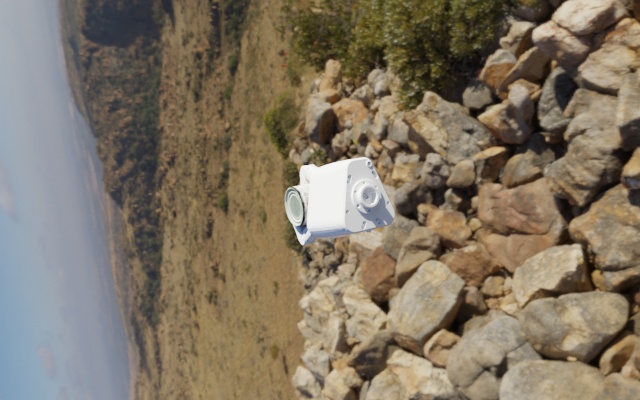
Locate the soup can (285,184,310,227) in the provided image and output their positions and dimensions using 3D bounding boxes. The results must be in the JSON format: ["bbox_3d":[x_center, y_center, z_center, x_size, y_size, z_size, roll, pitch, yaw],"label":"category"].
[{"bbox_3d":[0.000,0.003,0.797,0.102,0.068,0.068,-11,5,-28],"label":"soup can"}]
